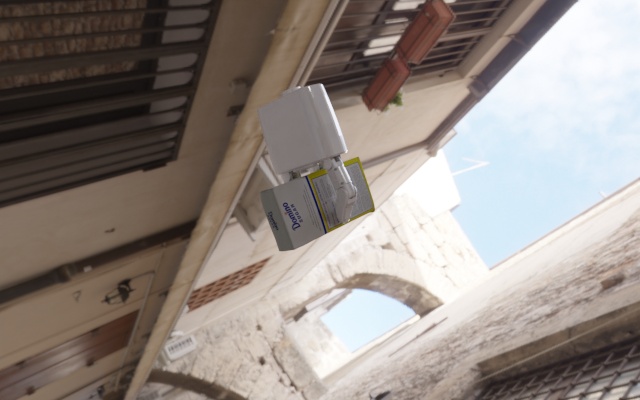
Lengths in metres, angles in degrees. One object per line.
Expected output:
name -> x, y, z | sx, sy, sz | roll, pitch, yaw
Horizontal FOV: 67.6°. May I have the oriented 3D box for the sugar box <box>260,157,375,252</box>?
sugar box -> 0.000, 0.002, 0.718 | 0.176, 0.093, 0.048 | -22, 5, -36
